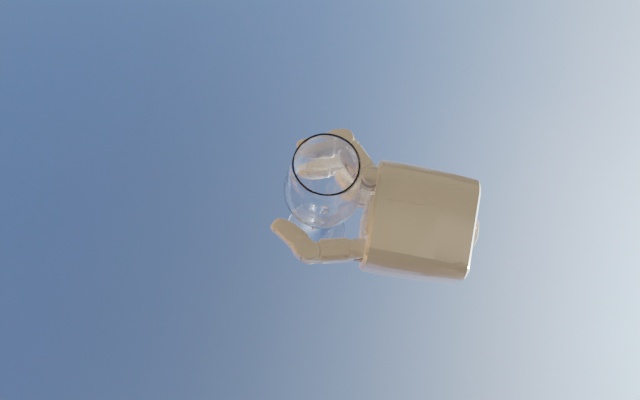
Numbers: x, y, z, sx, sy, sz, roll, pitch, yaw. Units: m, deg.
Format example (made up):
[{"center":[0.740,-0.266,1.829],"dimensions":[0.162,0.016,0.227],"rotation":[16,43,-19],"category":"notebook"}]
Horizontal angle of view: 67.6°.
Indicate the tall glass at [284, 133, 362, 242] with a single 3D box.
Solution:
[{"center":[0.000,0.002,0.517],"dimensions":[0.079,0.079,0.201],"rotation":[0,-20,-3],"category":"tall glass"}]
